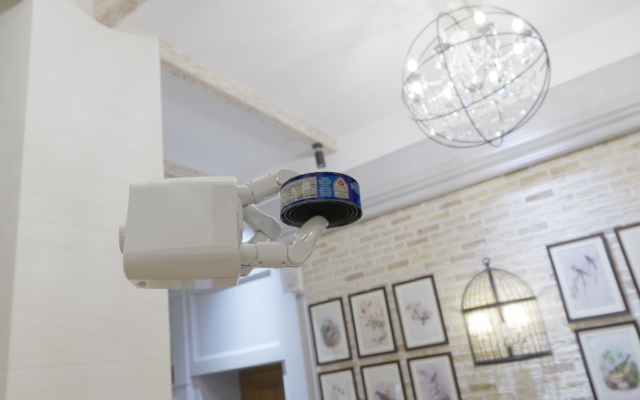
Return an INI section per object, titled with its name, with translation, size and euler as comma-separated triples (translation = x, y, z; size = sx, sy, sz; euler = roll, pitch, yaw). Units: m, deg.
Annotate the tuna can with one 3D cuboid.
[tuna can]
translation = 0.000, 0.001, 0.500
size = 0.086, 0.033, 0.086
euler = -3, -21, -1
